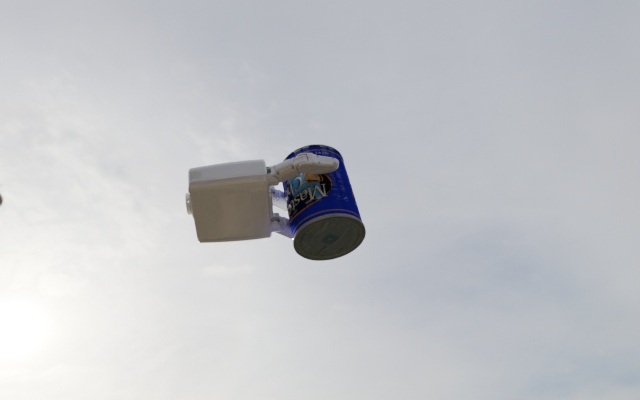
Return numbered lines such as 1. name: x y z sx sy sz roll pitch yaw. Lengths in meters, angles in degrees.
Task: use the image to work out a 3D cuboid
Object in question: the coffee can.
1. coffee can: 0.000 0.002 0.703 0.103 0.140 0.103 -8 -39 -7
